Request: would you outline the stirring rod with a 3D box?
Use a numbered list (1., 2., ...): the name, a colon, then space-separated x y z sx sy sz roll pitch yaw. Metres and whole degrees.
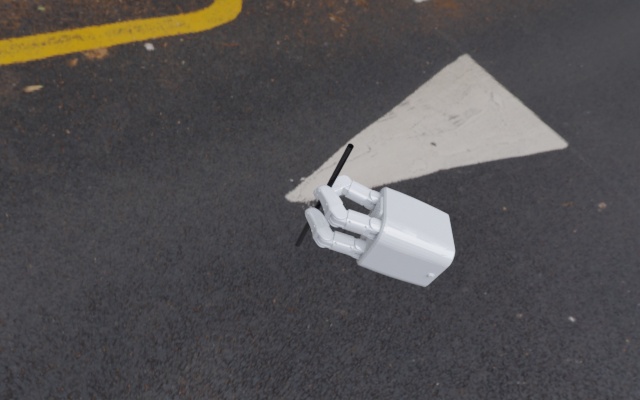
1. stirring rod: 0.000 0.002 0.668 0.011 0.011 0.240 0 -34 -22
